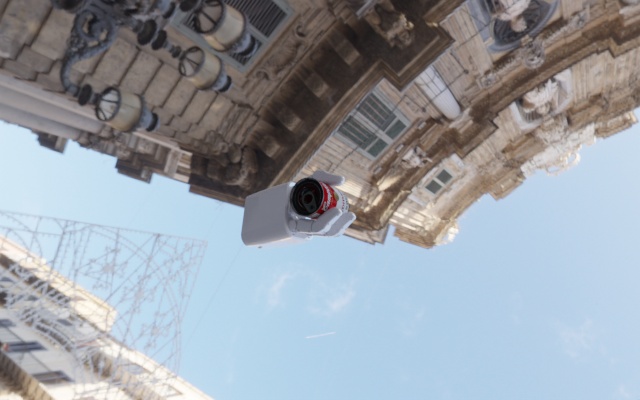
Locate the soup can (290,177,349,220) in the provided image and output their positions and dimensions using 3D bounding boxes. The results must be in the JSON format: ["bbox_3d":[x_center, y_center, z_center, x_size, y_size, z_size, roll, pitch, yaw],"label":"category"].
[{"bbox_3d":[0.001,0.003,0.857,0.068,0.068,0.102,0,-11,30],"label":"soup can"}]
